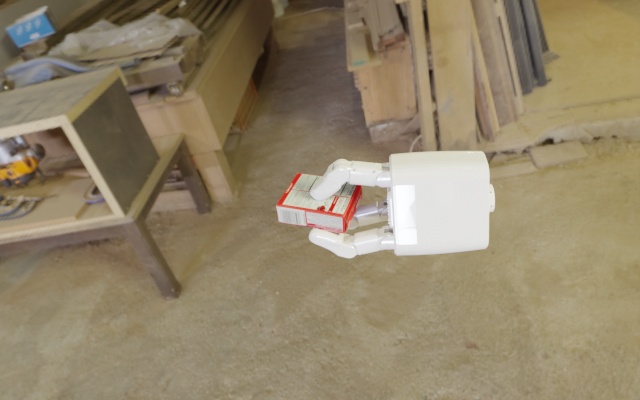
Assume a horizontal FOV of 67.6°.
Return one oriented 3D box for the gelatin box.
[{"bbox_3d":[0.000,0.002,0.587,0.089,0.030,0.073,9,39,17],"label":"gelatin box"}]
